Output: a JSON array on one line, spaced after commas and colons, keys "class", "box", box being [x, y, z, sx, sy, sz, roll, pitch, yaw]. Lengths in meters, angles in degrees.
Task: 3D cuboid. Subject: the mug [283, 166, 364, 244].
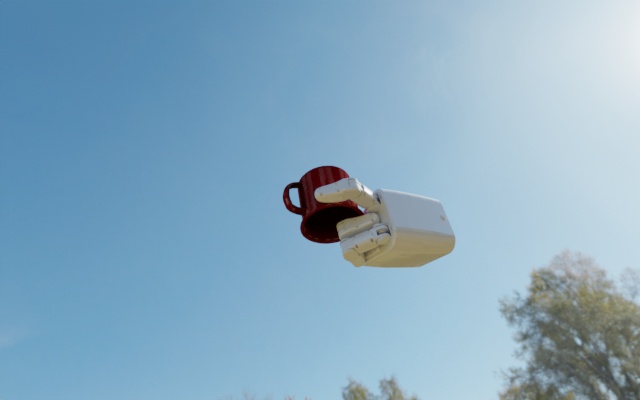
[{"class": "mug", "box": [-0.001, 0.002, 0.691, 0.117, 0.081, 0.093, 8, -42, -23]}]
